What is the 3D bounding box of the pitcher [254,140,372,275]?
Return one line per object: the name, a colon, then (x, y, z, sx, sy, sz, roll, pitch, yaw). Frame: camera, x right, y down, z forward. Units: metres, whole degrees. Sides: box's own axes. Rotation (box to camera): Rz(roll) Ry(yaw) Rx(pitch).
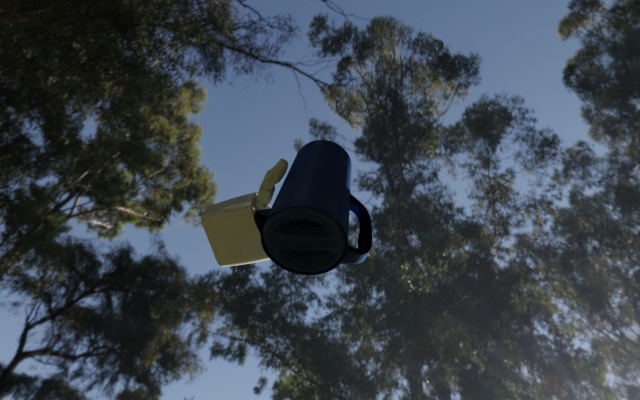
pitcher: (0.000, 0.003, 0.801, 0.145, 0.149, 0.242, -16, 30, 20)
